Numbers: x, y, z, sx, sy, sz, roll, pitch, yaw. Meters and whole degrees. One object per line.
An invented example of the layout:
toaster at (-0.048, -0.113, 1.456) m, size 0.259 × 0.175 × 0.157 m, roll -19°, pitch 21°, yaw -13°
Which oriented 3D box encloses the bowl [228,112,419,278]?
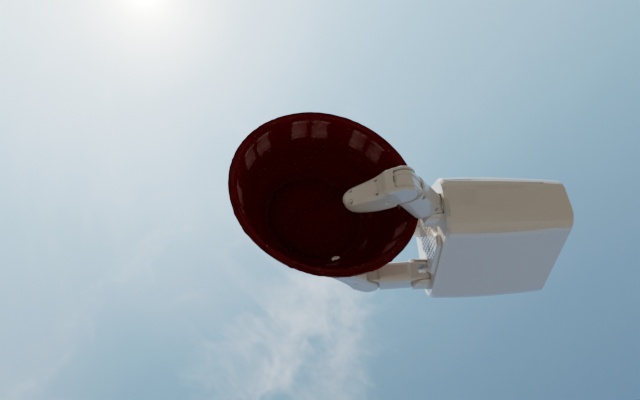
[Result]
bowl at (-0.001, 0.001, 0.415) m, size 0.162 × 0.162 × 0.055 m, roll 0°, pitch -32°, yaw -14°
